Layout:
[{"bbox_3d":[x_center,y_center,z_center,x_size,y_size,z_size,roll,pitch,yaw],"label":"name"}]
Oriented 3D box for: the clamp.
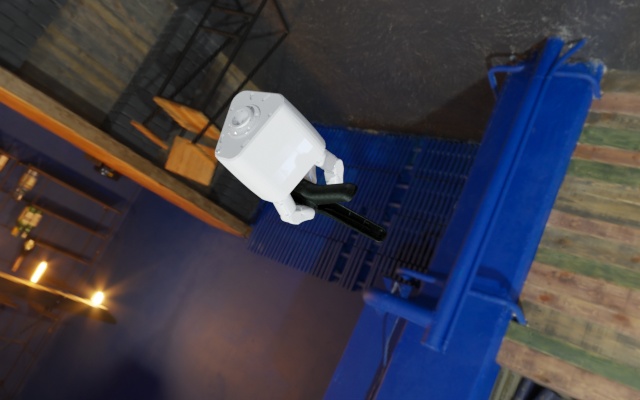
[{"bbox_3d":[-0.001,0.003,0.737,0.210,0.036,0.165,16,-20,37],"label":"clamp"}]
